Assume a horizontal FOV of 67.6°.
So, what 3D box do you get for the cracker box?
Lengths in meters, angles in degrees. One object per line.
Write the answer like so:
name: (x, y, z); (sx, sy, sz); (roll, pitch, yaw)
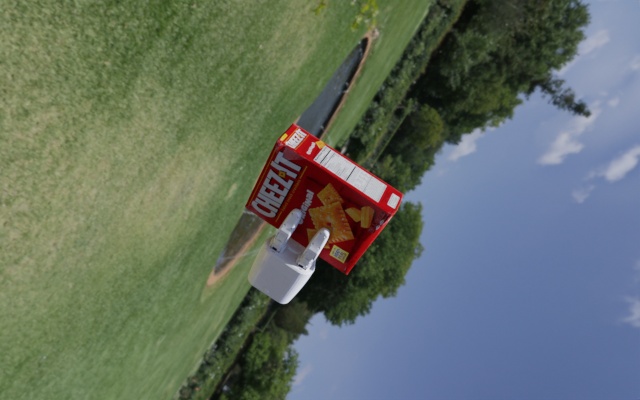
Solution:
cracker box: (0.000, 0.003, 0.788); (0.213, 0.164, 0.072); (33, 39, 1)
